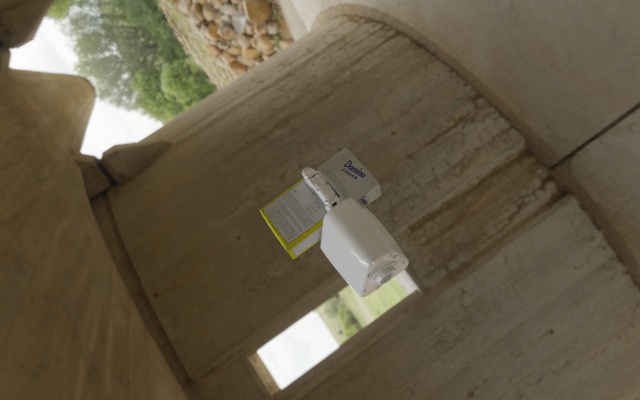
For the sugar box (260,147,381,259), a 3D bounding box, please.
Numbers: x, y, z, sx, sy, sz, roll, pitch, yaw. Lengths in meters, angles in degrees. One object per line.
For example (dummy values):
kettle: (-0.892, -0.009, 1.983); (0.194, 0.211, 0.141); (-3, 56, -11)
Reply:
sugar box: (0.000, 0.003, 0.758); (0.176, 0.093, 0.048); (-34, -30, -7)
